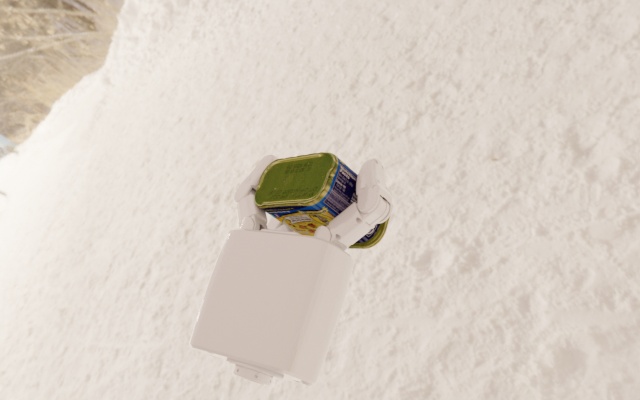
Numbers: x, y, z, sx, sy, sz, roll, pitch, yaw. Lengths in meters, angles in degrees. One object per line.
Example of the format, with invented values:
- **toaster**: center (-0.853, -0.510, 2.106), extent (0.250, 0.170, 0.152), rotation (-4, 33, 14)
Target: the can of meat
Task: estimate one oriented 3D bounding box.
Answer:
- **can of meat**: center (0.000, 0.001, 0.444), extent (0.102, 0.057, 0.084), rotation (-4, -32, 45)
